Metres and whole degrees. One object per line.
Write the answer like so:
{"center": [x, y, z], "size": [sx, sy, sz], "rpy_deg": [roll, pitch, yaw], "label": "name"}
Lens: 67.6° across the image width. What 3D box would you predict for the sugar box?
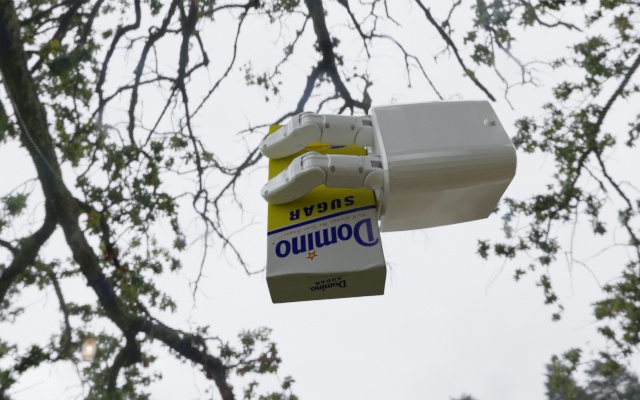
{"center": [0.000, 0.001, 0.421], "size": [0.093, 0.176, 0.048], "rpy_deg": [-5, -44, -1], "label": "sugar box"}
